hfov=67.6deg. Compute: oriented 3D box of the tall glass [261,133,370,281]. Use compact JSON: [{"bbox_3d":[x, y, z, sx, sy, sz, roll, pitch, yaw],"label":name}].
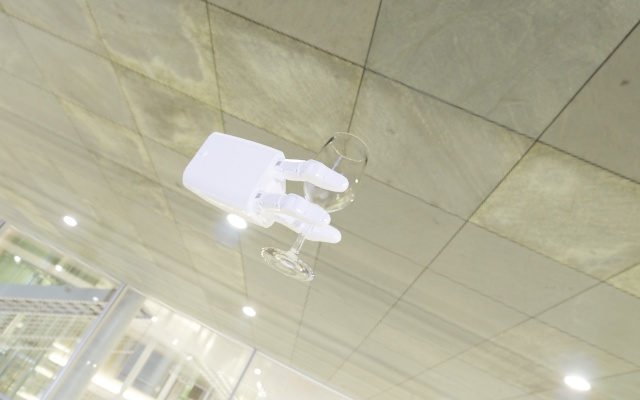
[{"bbox_3d":[0.000,0.003,0.638,0.079,0.201,0.079,22,-27,12],"label":"tall glass"}]
